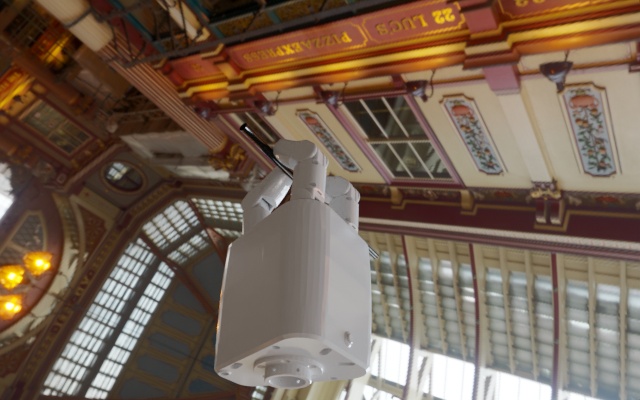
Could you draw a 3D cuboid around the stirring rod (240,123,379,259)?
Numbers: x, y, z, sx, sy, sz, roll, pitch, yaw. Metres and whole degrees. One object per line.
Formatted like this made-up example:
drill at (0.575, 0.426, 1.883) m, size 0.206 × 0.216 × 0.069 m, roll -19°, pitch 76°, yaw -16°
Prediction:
stirring rod at (0.000, 0.002, 0.478) m, size 0.011 × 0.011 × 0.240 m, roll 0°, pitch -32°, yaw 39°
